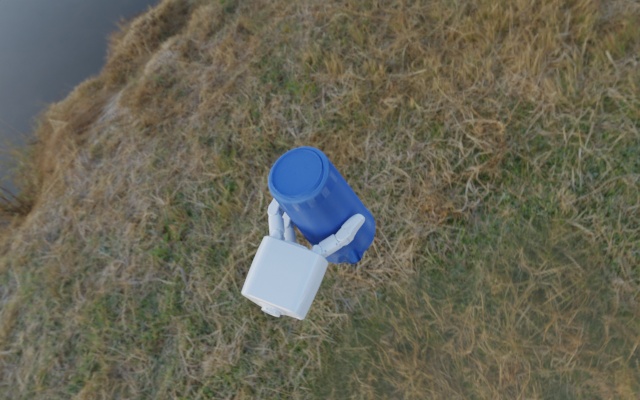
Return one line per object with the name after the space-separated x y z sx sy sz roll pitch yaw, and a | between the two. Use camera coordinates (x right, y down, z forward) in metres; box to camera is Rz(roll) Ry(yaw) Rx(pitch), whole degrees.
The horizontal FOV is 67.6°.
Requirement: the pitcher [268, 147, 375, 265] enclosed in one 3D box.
0.000 0.003 0.860 0.149 0.145 0.243 14 -21 29 | pitcher
